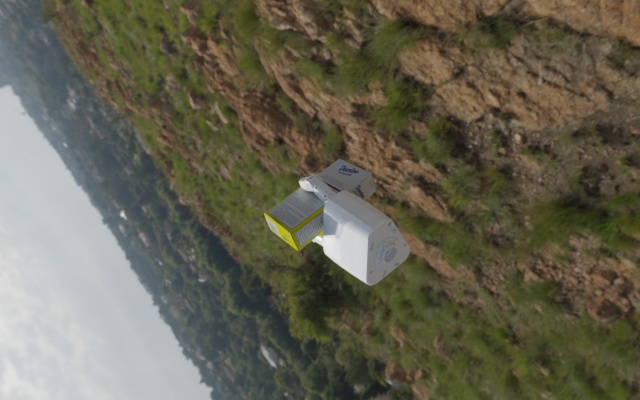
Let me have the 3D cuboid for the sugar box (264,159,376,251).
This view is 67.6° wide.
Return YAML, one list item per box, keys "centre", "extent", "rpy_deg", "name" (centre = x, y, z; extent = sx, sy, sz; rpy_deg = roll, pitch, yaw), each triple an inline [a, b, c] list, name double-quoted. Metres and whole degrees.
- centre: [0.000, 0.003, 0.810]
  extent: [0.176, 0.048, 0.093]
  rpy_deg: [-34, 38, -20]
  name: "sugar box"
